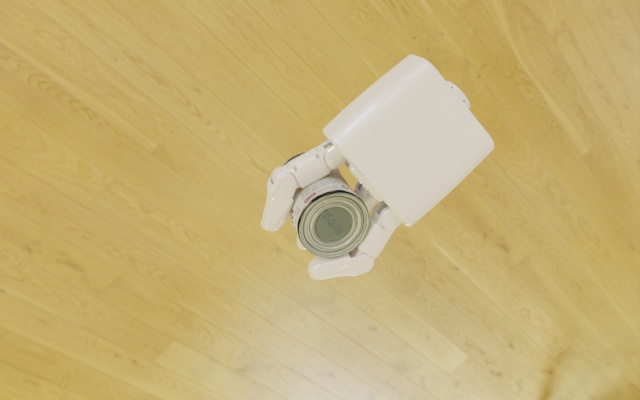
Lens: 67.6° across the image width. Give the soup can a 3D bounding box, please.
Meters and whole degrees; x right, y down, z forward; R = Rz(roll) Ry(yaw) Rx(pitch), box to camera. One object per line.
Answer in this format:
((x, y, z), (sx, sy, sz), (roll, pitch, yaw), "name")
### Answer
((0.000, 0.002, 0.459), (0.068, 0.068, 0.102), (0, 25, -16), "soup can")
